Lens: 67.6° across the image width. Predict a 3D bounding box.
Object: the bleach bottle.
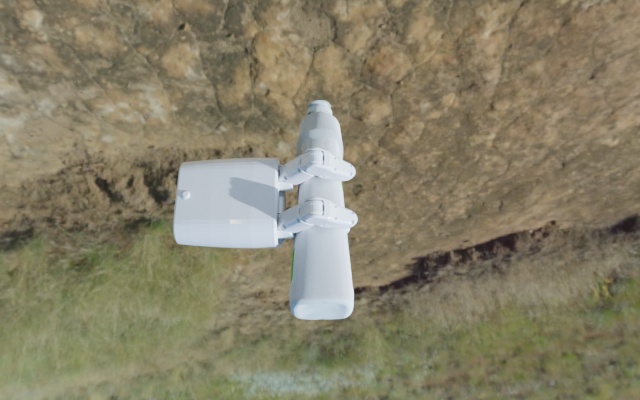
[{"bbox_3d":[0.000,0.002,0.549,0.068,0.250,0.103,-1,-24,0],"label":"bleach bottle"}]
